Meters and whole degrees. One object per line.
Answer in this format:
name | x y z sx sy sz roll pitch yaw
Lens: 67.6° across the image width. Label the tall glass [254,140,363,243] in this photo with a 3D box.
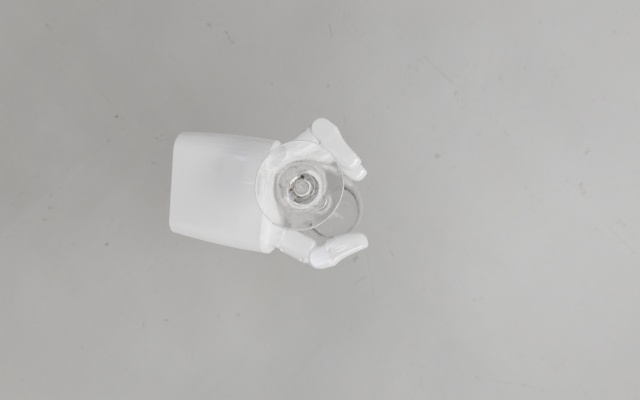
tall glass | 0.000 0.002 0.478 0.079 0.079 0.201 0 -8 11
